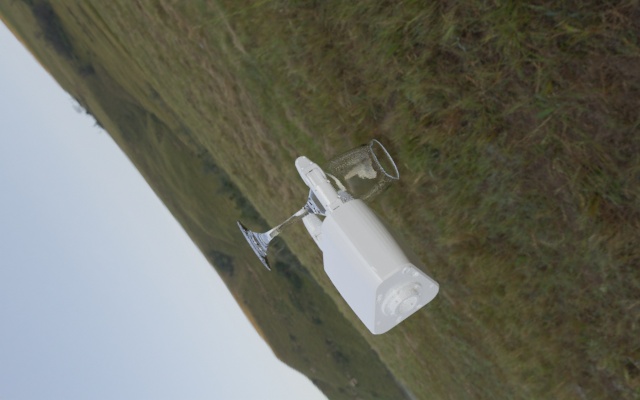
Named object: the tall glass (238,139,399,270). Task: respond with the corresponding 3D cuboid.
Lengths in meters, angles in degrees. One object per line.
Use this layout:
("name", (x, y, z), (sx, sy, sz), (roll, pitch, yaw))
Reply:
("tall glass", (-0.001, 0.002, 0.604), (0.201, 0.079, 0.079), (-34, 3, -5))
